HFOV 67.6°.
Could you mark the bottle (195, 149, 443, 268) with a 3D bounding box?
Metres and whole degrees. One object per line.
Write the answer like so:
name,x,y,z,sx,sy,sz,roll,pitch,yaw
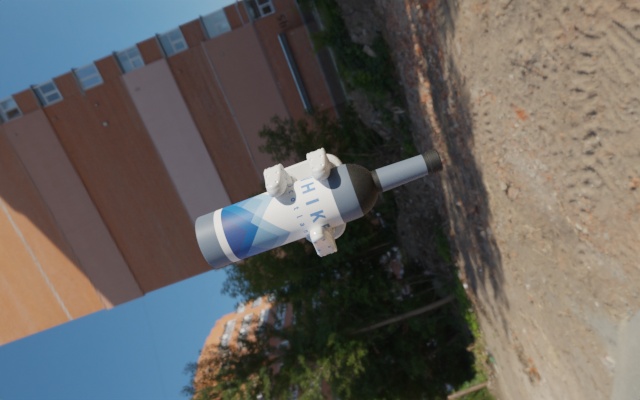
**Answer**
bottle,0.000,0.002,0.570,0.296,0.069,0.069,-20,-2,6
